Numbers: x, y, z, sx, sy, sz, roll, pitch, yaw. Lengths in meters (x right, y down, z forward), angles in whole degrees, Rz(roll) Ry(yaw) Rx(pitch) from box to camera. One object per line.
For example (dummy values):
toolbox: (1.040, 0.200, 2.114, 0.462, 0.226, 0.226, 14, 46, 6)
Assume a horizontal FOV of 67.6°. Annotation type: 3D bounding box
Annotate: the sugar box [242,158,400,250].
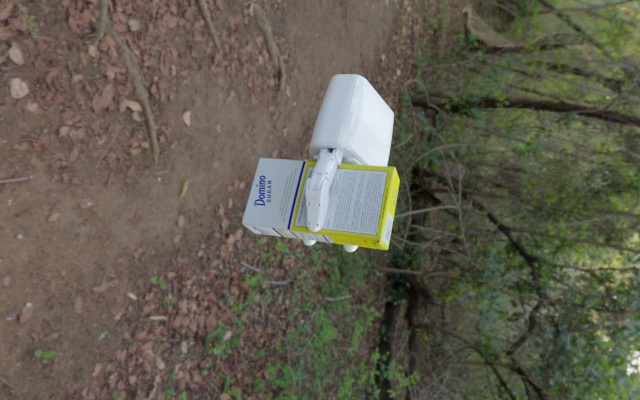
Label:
sugar box: (0.000, 0.002, 0.581, 0.176, 0.093, 0.048, 5, -20, 22)
